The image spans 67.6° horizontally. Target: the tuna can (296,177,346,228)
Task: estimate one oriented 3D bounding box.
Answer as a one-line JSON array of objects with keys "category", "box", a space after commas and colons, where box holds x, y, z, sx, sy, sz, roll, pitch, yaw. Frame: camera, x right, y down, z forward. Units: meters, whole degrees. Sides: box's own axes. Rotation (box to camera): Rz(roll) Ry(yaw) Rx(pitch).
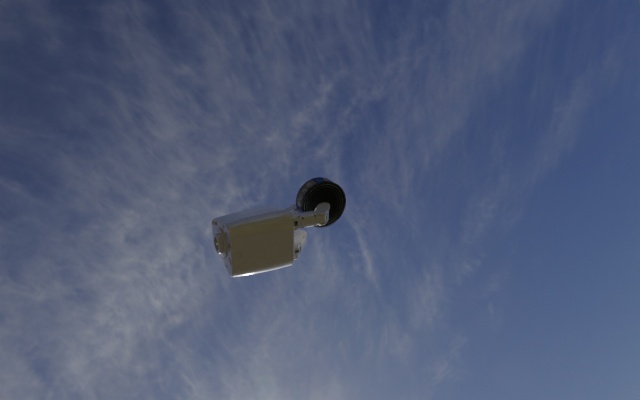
[{"category": "tuna can", "box": [0.000, 0.003, 0.852, 0.086, 0.086, 0.033, 0, 19, -27]}]
